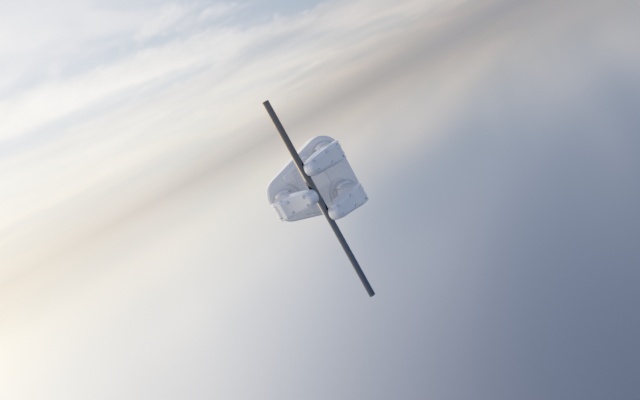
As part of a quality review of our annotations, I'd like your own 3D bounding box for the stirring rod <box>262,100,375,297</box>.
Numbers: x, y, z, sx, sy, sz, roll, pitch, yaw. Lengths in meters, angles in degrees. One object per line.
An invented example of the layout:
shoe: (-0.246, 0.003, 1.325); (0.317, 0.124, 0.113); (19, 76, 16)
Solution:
stirring rod: (0.000, 0.002, 0.512); (0.011, 0.239, 0.011); (-28, 10, 5)
